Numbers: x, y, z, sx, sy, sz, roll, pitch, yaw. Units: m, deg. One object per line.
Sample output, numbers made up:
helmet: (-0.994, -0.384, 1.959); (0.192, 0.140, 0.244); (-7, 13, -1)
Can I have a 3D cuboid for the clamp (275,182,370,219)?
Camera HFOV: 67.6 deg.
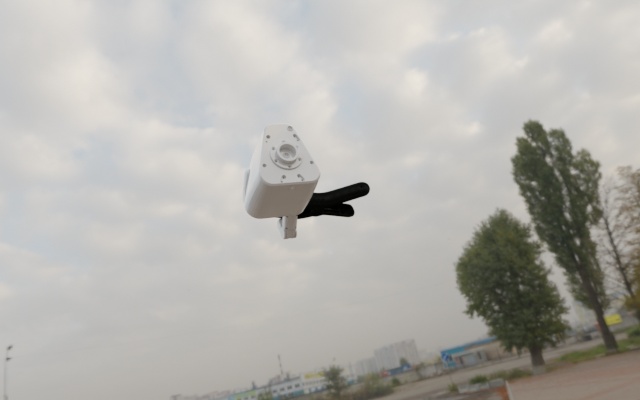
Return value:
clamp: (0.000, 0.002, 0.821); (0.171, 0.039, 0.120); (-5, -28, -22)
